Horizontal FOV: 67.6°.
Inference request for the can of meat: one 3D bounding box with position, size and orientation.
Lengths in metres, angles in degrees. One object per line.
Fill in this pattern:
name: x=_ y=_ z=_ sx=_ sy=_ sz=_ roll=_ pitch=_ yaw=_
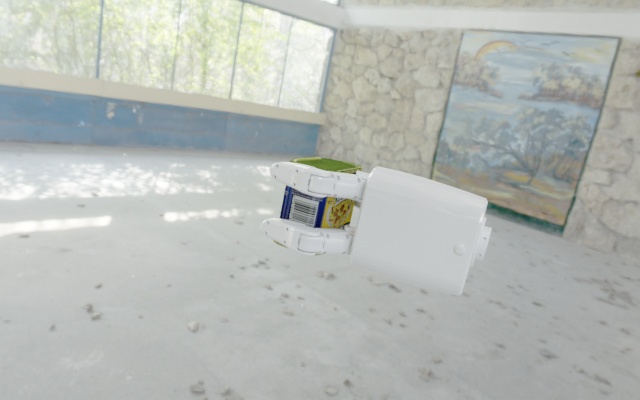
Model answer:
can of meat: x=0.000 y=0.001 z=0.496 sx=0.057 sy=0.084 sz=0.102 roll=17 pitch=14 yaw=22
